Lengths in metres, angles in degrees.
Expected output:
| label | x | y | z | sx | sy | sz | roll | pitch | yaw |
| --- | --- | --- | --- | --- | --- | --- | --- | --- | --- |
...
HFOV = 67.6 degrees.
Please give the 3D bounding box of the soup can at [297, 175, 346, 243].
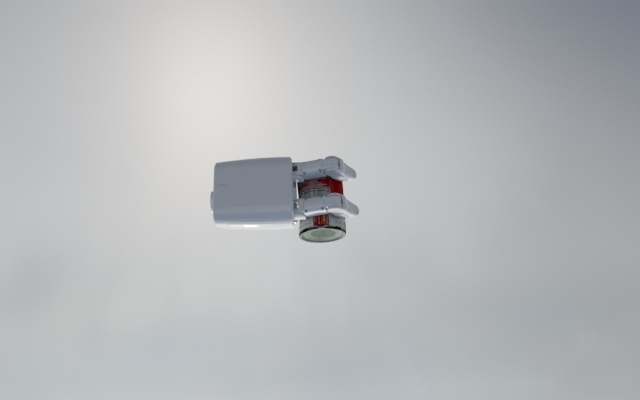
| label | x | y | z | sx | sy | sz | roll | pitch | yaw |
| --- | --- | --- | --- | --- | --- | --- | --- | --- | --- |
| soup can | 0.001 | 0.003 | 0.677 | 0.068 | 0.102 | 0.068 | -3 | -22 | -1 |
